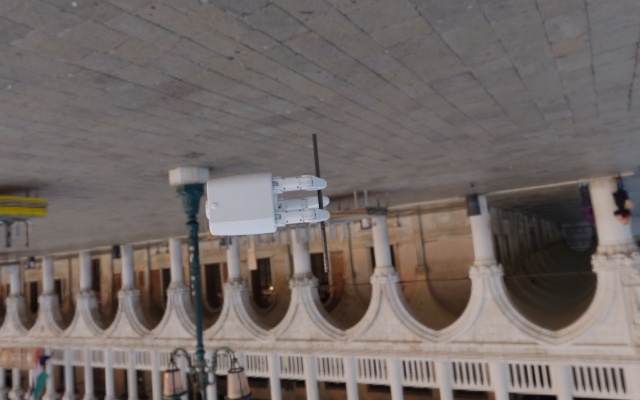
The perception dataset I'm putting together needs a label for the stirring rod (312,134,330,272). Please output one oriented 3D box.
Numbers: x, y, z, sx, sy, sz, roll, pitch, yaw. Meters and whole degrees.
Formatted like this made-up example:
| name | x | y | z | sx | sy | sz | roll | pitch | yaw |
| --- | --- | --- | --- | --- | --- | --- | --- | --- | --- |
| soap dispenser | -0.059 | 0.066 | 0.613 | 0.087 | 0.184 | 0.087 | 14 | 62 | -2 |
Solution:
| name | x | y | z | sx | sy | sz | roll | pitch | yaw |
| --- | --- | --- | --- | --- | --- | --- | --- | --- | --- |
| stirring rod | 0.000 | 0.003 | 0.825 | 0.011 | 0.239 | 0.011 | -5 | -7 | -1 |
